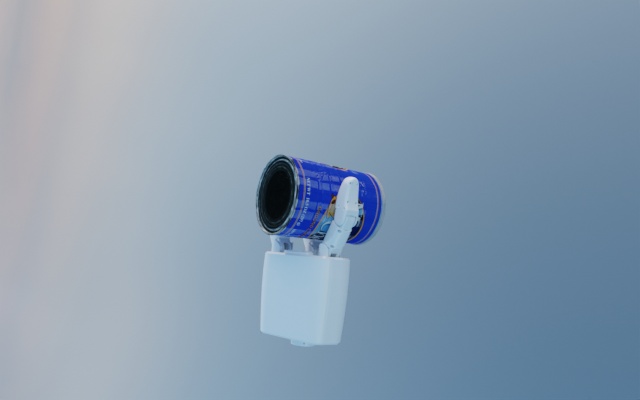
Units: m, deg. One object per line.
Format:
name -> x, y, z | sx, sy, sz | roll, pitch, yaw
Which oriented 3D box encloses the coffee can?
coffee can -> 0.000, 0.002, 0.631 | 0.140, 0.103, 0.103 | 10, -6, -34
